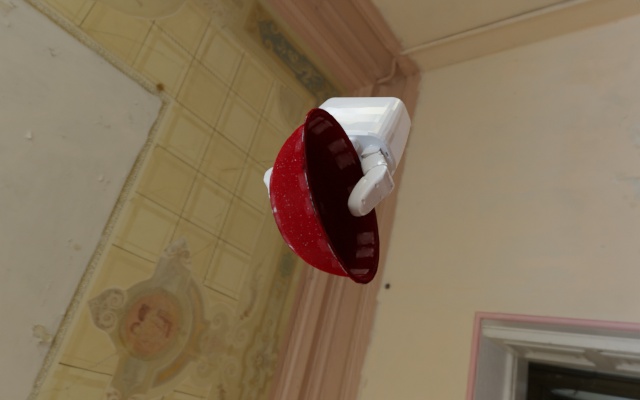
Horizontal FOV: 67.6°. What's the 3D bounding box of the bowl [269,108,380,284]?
[{"bbox_3d":[-0.001,0.002,0.433,0.055,0.162,0.162,-17,-6,21],"label":"bowl"}]
